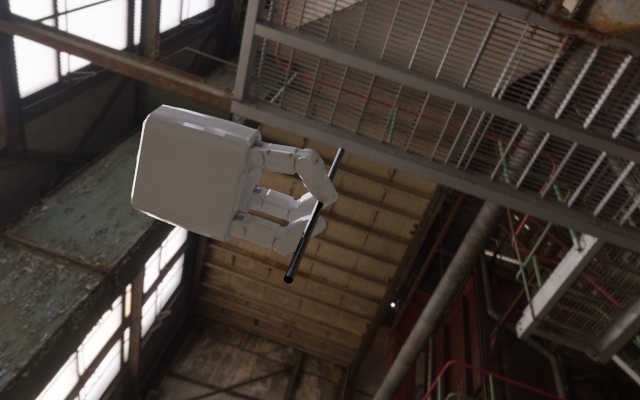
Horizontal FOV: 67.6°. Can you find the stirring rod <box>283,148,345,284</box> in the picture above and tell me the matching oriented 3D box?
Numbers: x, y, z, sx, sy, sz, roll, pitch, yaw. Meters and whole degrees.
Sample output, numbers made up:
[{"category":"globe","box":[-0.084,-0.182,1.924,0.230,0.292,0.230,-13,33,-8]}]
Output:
[{"category":"stirring rod","box":[0.000,0.002,0.482,0.011,0.011,0.239,0,31,15]}]
